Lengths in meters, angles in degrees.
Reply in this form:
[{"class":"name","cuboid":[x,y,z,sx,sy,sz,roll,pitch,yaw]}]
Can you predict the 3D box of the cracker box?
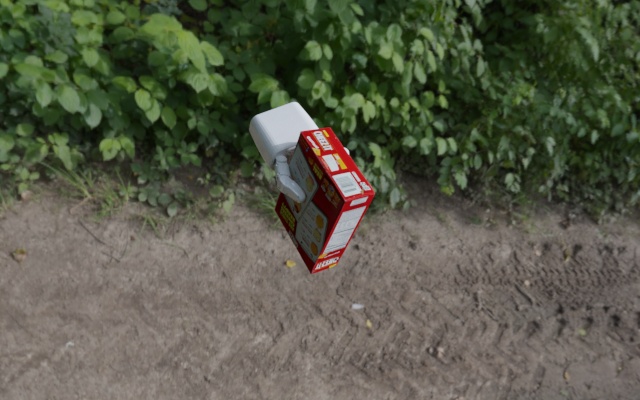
[{"class":"cracker box","cuboid":[0.000,0.003,0.862,0.072,0.164,0.214,-13,-35,-30]}]
